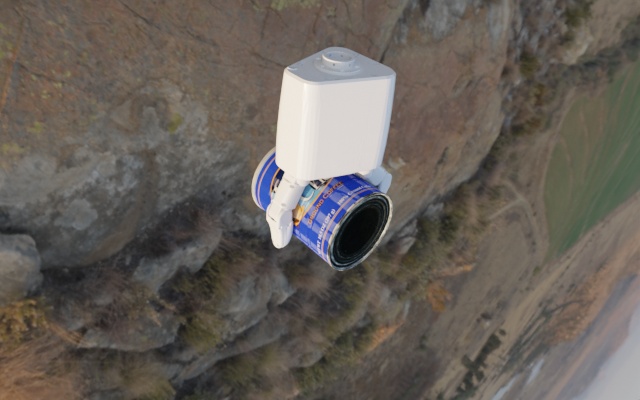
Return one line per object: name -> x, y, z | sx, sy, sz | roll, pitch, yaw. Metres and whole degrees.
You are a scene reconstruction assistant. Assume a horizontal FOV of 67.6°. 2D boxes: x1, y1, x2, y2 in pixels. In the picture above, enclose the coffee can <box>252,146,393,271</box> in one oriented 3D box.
coffee can -> 0.000, 0.002, 0.570 | 0.140, 0.103, 0.103 | 36, 22, 34
